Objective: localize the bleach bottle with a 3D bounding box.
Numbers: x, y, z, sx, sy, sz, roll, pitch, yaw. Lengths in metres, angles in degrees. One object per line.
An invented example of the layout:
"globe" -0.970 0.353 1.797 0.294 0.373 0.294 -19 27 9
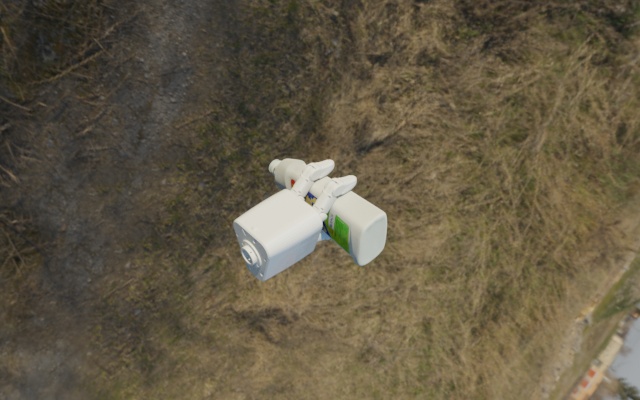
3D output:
"bleach bottle" 0.000 0.003 0.826 0.068 0.103 0.250 -33 51 -30
